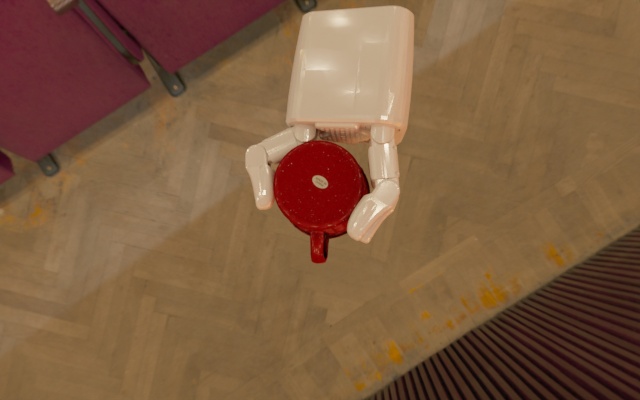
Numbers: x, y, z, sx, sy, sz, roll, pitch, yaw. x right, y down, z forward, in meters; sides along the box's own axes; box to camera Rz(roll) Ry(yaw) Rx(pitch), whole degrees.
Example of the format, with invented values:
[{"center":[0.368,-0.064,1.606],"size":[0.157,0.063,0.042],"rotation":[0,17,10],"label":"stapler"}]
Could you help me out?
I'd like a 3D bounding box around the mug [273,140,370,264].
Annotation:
[{"center":[0.000,0.003,0.457],"size":[0.093,0.117,0.081],"rotation":[5,-5,6],"label":"mug"}]
